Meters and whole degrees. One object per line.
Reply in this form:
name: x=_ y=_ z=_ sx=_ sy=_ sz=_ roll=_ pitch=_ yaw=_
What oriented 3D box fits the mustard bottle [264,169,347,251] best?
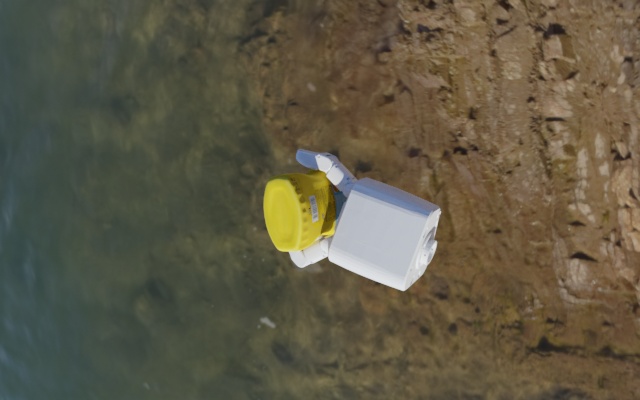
mustard bottle: x=0.000 y=0.002 z=0.660 sx=0.058 sy=0.096 sz=0.191 roll=-6 pitch=7 yaw=31
